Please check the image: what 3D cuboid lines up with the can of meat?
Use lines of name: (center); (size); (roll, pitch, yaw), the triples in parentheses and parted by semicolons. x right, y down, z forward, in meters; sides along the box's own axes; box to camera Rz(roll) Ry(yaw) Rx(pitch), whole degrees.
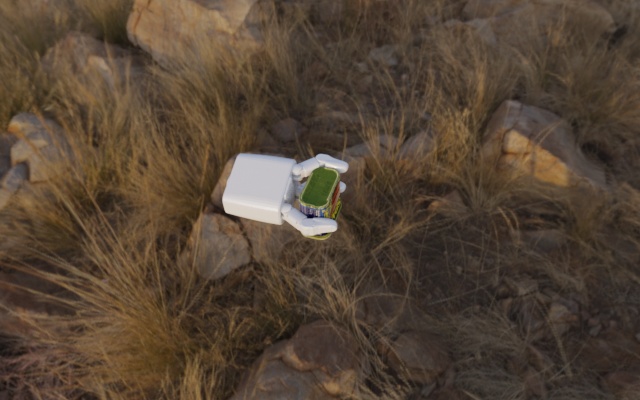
can of meat: (0.000, 0.003, 0.838); (0.057, 0.102, 0.084); (12, -41, 13)
